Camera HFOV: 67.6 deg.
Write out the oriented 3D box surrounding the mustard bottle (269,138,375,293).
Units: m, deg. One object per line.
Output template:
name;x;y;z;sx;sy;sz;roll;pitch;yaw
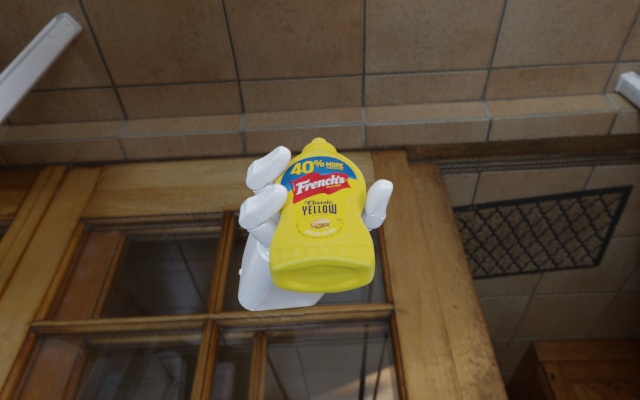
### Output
mustard bottle;0.000;0.002;0.493;0.096;0.191;0.058;-4;-45;2
